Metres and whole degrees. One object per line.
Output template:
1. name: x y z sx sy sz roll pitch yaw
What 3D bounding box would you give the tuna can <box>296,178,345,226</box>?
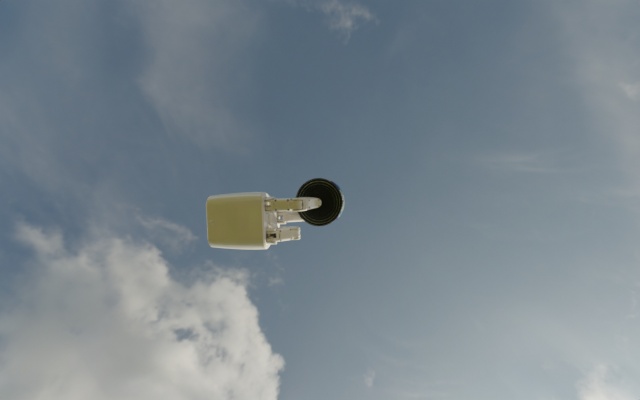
1. tuna can: 0.000 0.003 0.862 0.086 0.086 0.034 0 1 13
